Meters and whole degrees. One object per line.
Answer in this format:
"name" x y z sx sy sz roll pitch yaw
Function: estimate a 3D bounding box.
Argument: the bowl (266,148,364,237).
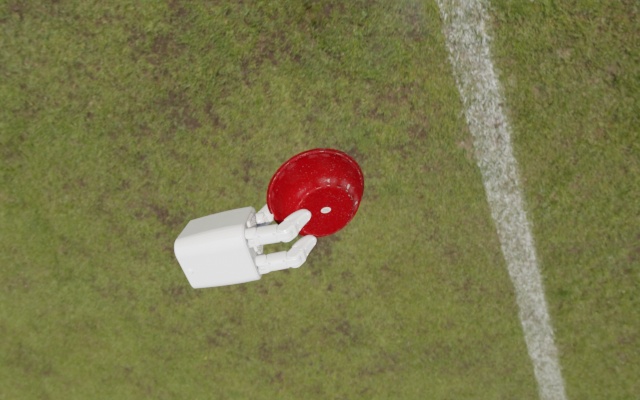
"bowl" 0.001 0.002 0.738 0.162 0.162 0.055 0 33 -19
